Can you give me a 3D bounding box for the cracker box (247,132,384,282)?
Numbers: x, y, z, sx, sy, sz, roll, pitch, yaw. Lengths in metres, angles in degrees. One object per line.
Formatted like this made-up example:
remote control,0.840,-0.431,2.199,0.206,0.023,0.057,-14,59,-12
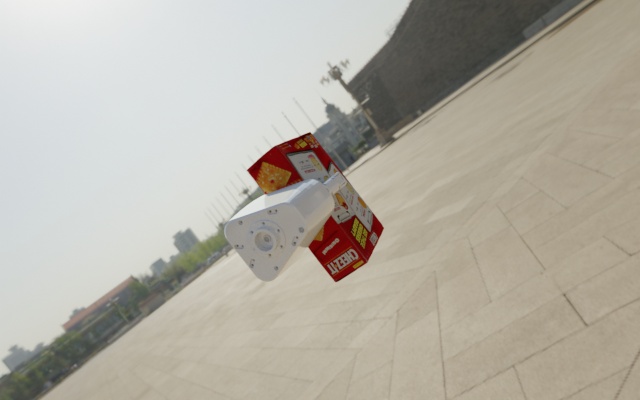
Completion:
cracker box,0.000,0.002,0.759,0.072,0.214,0.164,-37,2,22
